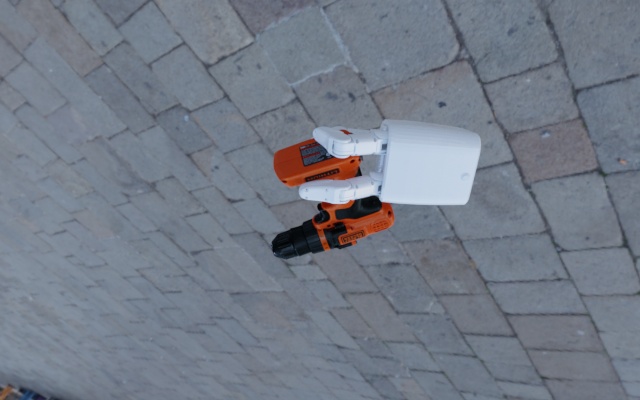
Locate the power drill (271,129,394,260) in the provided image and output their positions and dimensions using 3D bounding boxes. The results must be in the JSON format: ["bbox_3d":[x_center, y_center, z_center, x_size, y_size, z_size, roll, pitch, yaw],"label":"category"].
[{"bbox_3d":[0.000,0.002,0.640,0.184,0.057,0.188,-20,-39,2],"label":"power drill"}]
